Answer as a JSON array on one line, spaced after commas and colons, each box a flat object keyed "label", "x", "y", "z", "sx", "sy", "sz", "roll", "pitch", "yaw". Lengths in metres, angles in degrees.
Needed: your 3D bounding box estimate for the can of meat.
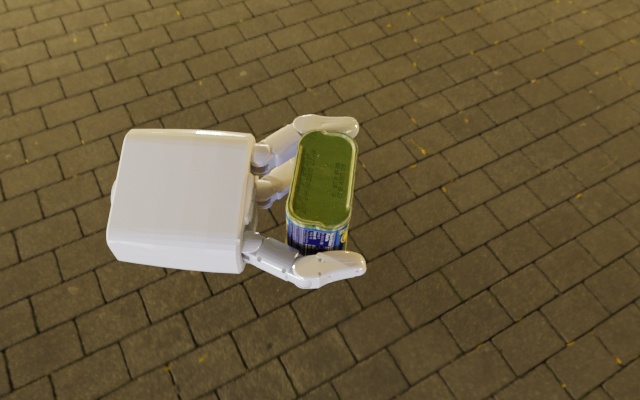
[{"label": "can of meat", "x": 0.000, "y": 0.001, "z": 0.419, "sx": 0.057, "sy": 0.102, "sz": 0.084, "roll": 7, "pitch": -32, "yaw": 1}]
